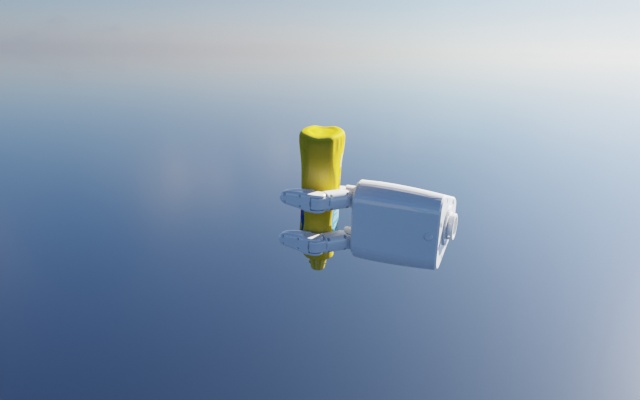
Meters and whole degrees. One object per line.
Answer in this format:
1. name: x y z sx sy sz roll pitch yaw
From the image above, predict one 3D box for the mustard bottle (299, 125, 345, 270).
1. mustard bottle: 0.000 0.002 0.630 0.058 0.192 0.096 2 18 1
